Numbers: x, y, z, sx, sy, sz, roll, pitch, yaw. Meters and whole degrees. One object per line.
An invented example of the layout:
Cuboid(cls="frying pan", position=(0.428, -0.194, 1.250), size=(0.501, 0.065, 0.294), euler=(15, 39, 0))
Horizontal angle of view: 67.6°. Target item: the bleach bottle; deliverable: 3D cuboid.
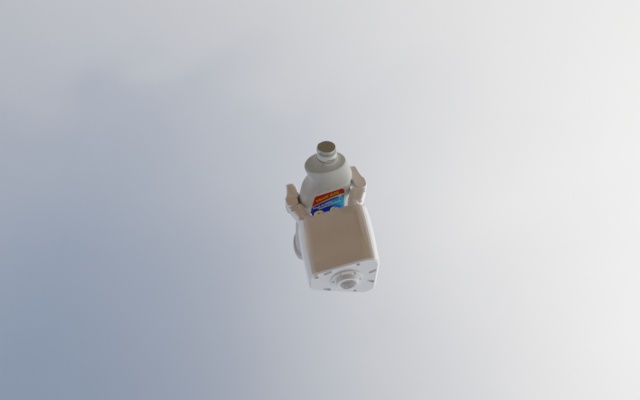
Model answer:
Cuboid(cls="bleach bottle", position=(0.000, 0.003, 0.819), size=(0.102, 0.068, 0.251), euler=(-6, -42, -6))
